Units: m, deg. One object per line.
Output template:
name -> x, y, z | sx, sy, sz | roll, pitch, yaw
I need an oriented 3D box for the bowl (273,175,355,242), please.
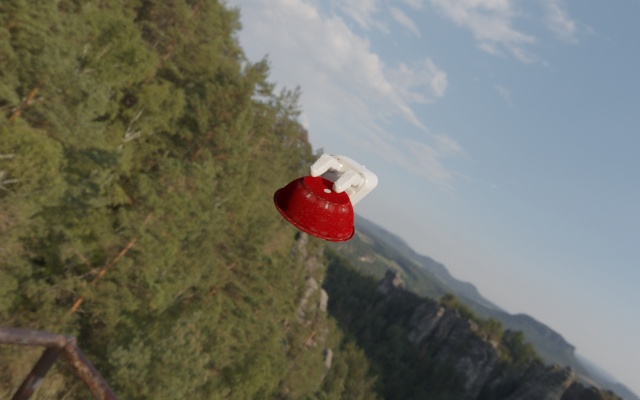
bowl -> 0.000, 0.003, 0.849 | 0.162, 0.055, 0.162 | 23, 25, -11
